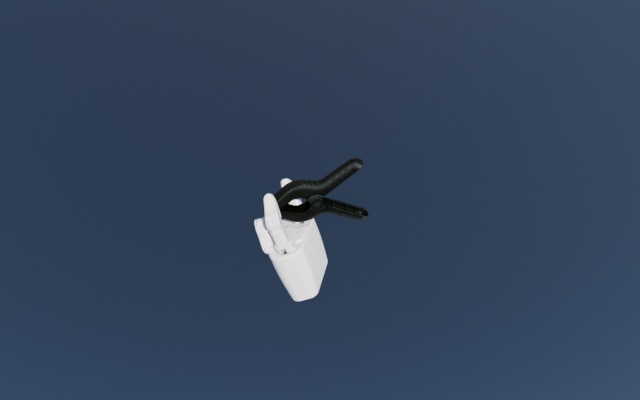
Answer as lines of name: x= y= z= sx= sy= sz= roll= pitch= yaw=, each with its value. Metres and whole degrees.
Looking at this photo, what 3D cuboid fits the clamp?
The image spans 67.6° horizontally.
clamp: x=0.000 y=0.003 z=0.790 sx=0.171 sy=0.120 sz=0.039 roll=-17 pitch=32 yaw=6
